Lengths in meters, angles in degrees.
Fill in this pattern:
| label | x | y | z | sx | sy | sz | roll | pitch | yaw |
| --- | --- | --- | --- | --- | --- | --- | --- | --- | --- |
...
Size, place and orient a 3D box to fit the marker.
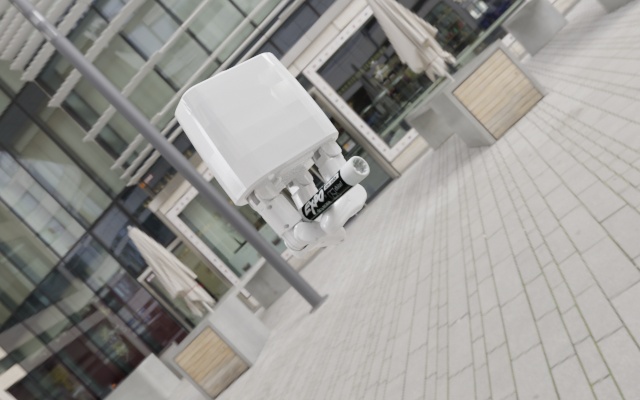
| label | x | y | z | sx | sy | sz | roll | pitch | yaw |
| --- | --- | --- | --- | --- | --- | --- | --- | --- | --- |
| marker | 0.000 | 0.001 | 0.416 | 0.020 | 0.020 | 0.121 | 0 | -28 | -35 |
